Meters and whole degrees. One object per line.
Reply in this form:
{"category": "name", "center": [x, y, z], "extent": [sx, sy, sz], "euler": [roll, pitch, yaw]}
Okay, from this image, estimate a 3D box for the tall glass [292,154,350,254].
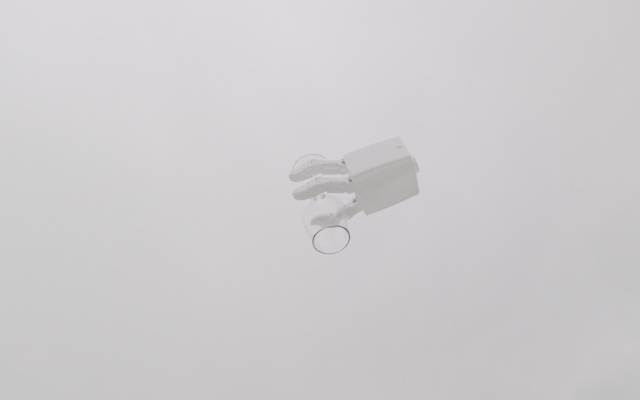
{"category": "tall glass", "center": [0.000, 0.002, 0.835], "extent": [0.079, 0.079, 0.201], "euler": [0, 38, -12]}
